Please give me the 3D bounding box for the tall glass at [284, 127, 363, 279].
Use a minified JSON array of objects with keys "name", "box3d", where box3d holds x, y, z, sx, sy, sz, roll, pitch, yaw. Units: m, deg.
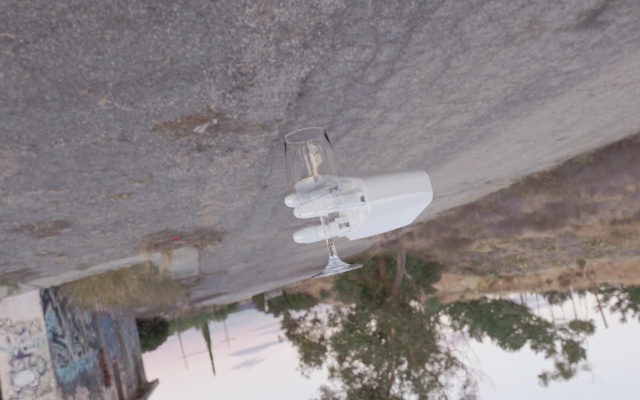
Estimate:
[{"name":"tall glass","box3d":[0.000,0.003,0.667,0.079,0.201,0.079,-13,-7,-2]}]
